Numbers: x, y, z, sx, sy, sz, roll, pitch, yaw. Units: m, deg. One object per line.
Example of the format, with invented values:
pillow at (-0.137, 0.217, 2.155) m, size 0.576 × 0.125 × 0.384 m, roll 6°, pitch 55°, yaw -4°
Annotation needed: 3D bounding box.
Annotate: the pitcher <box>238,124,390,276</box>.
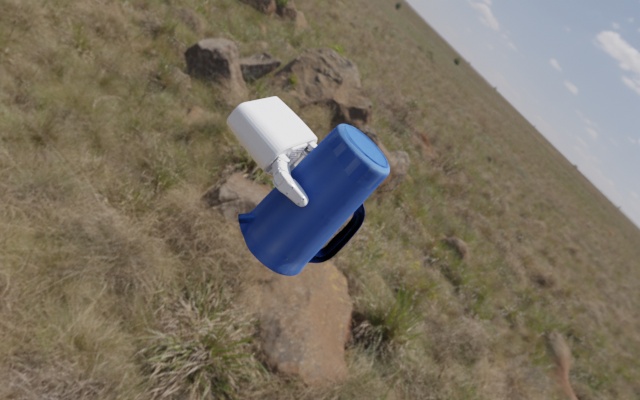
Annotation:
pitcher at (0.000, 0.002, 0.769) m, size 0.243 × 0.145 × 0.149 m, roll -46°, pitch -12°, yaw 22°
